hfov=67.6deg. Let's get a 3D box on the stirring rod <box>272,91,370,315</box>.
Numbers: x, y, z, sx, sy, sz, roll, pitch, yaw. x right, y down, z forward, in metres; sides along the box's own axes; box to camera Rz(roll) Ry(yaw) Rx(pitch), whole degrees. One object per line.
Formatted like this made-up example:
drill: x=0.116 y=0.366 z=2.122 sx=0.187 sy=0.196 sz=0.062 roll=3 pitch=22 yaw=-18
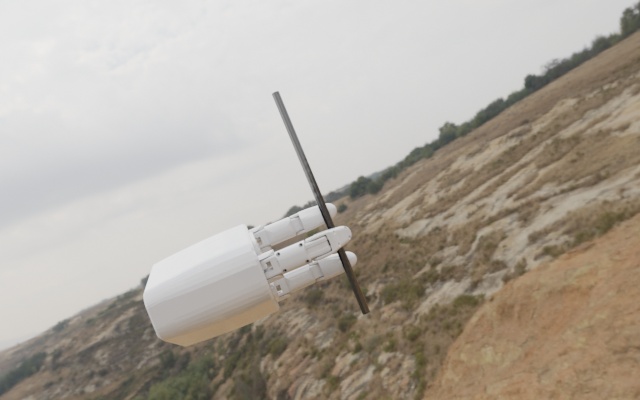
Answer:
stirring rod: x=0.000 y=0.002 z=0.482 sx=0.011 sy=0.239 sz=0.011 roll=-22 pitch=-2 yaw=-1
